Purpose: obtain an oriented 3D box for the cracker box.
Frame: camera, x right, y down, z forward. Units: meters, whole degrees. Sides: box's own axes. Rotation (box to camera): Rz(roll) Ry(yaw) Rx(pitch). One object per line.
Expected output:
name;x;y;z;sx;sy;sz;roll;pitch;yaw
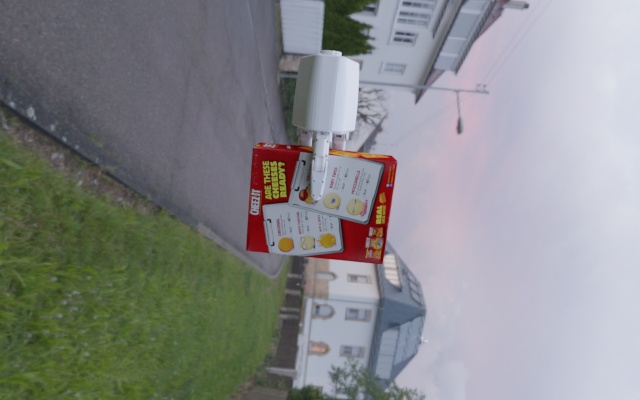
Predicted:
cracker box;0.000;0.002;0.741;0.214;0.164;0.072;6;13;-1
